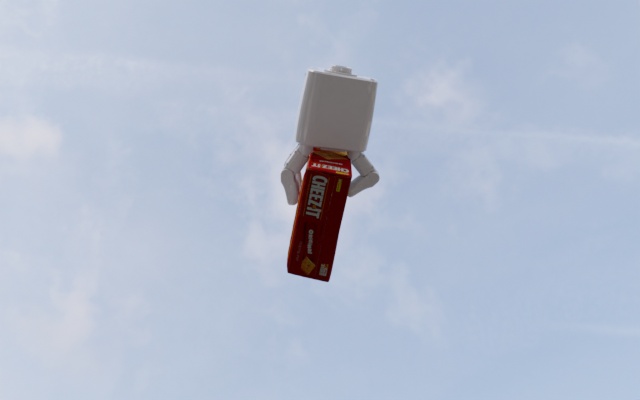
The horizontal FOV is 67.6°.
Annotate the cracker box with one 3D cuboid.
[{"bbox_3d":[0.000,0.002,0.754,0.072,0.164,0.213,11,19,0],"label":"cracker box"}]
